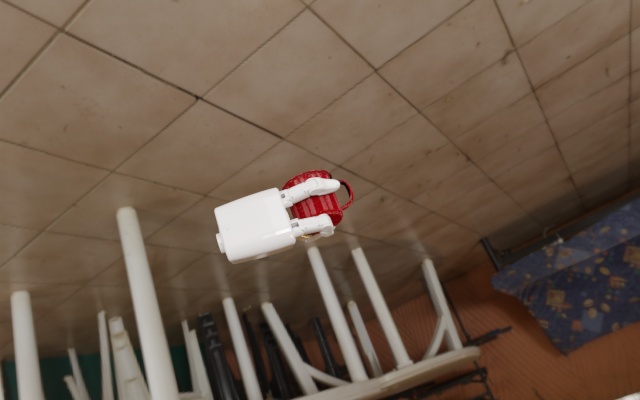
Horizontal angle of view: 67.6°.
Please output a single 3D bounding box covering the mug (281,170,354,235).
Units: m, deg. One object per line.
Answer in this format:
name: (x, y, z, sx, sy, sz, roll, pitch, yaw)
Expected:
mug: (0.002, 0.002, 0.819, 0.117, 0.081, 0.093, -18, -24, -7)
